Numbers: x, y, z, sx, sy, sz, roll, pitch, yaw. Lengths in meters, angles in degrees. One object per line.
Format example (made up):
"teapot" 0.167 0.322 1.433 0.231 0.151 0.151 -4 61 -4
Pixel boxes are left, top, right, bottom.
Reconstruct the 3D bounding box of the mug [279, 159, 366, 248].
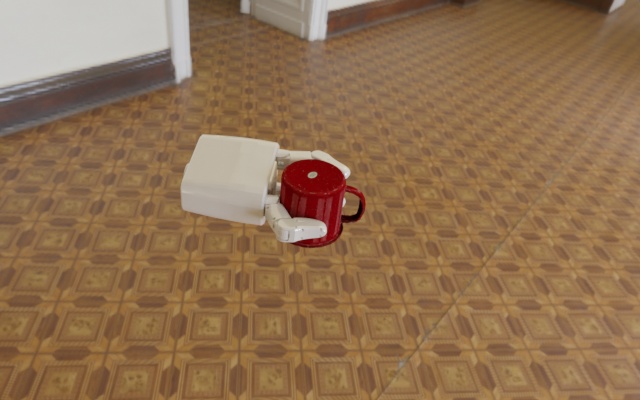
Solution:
"mug" 0.002 0.002 0.615 0.117 0.082 0.093 7 37 0
